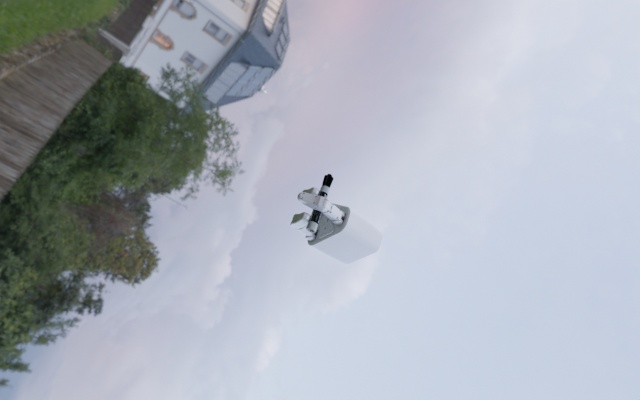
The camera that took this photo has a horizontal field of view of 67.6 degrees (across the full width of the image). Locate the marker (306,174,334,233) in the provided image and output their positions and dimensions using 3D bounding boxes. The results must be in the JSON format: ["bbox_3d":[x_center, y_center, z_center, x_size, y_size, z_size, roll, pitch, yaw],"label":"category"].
[{"bbox_3d":[0.000,0.003,0.899,0.020,0.121,0.020,16,-23,7],"label":"marker"}]
